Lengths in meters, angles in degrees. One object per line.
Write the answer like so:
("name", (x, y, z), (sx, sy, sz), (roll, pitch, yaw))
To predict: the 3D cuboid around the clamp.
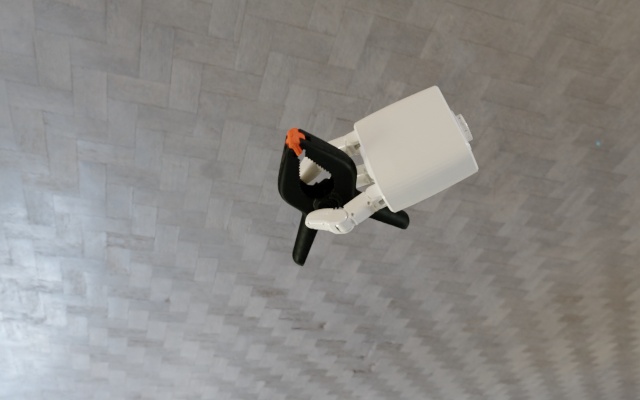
("clamp", (0.000, 0.002, 0.581), (0.164, 0.036, 0.210), (-27, -47, 14))
